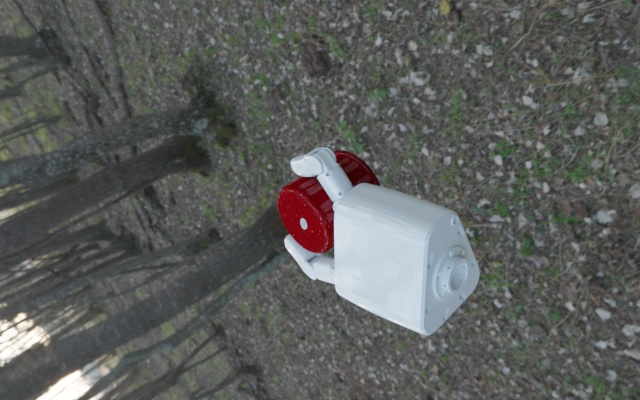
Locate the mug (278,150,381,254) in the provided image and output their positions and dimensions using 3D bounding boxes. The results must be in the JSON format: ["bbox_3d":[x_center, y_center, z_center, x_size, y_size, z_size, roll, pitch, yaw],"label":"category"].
[{"bbox_3d":[-0.001,0.001,0.527,0.081,0.093,0.117,-33,32,-32],"label":"mug"}]
